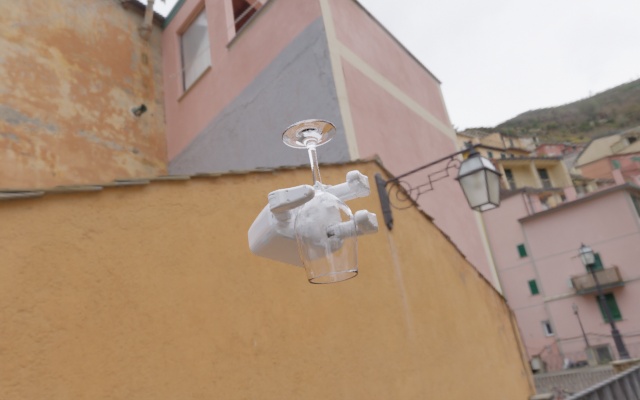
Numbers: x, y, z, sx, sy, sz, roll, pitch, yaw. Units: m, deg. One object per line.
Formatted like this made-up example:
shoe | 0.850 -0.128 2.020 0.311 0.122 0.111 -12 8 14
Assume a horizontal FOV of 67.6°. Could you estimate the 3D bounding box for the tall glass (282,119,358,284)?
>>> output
tall glass | 0.000 0.001 0.613 0.079 0.201 0.079 -9 -20 -3
